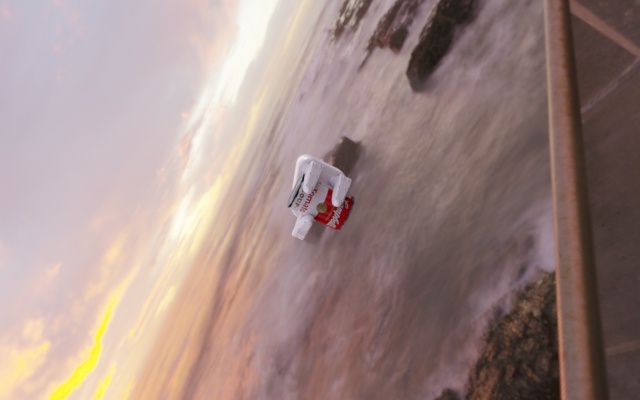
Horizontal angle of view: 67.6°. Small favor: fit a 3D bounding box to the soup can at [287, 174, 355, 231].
[{"bbox_3d":[0.000,0.003,0.844,0.102,0.068,0.068,25,-5,-11],"label":"soup can"}]
